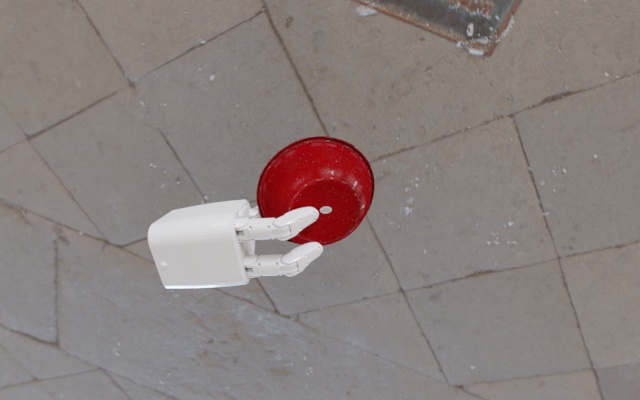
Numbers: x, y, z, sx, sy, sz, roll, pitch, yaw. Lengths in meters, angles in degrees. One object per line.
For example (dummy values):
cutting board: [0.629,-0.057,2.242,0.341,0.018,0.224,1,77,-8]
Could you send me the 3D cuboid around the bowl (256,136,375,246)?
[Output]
bowl: [0.001,0.002,0.616,0.162,0.162,0.055,0,27,-13]
